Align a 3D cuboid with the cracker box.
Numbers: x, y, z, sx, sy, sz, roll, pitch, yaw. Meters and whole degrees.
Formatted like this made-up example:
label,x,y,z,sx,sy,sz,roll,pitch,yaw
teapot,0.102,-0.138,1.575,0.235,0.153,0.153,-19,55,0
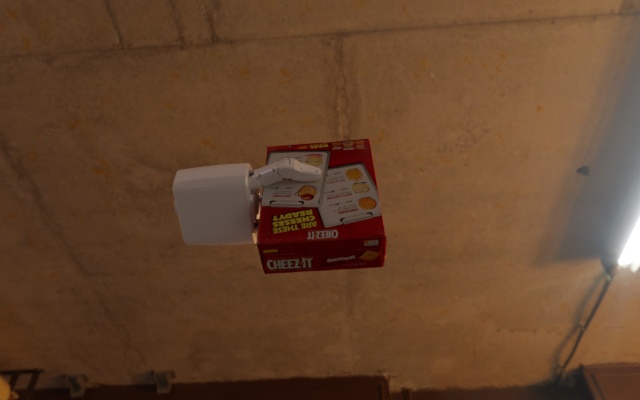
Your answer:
label,x,y,z,sx,sy,sz,roll,pitch,yaw
cracker box,0.000,0.002,0.690,0.164,0.072,0.213,-4,42,2
